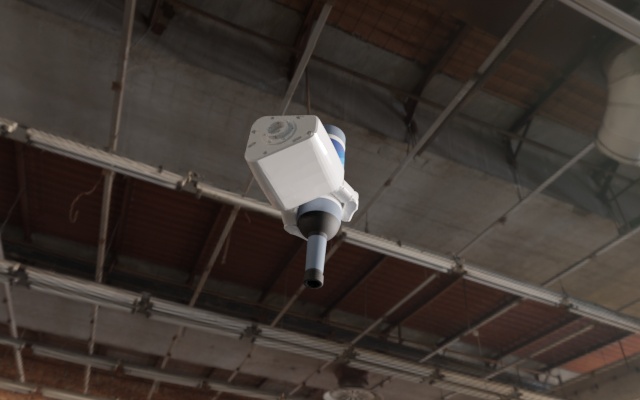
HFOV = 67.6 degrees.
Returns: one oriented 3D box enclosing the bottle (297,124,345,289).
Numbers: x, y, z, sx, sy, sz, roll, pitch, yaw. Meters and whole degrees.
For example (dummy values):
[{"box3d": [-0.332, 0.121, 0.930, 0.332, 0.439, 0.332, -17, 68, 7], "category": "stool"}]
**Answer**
[{"box3d": [0.000, 0.002, 0.748, 0.069, 0.295, 0.069, 3, -40, 3], "category": "bottle"}]
